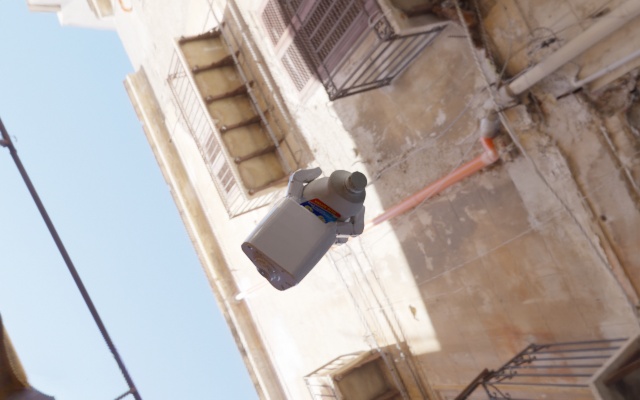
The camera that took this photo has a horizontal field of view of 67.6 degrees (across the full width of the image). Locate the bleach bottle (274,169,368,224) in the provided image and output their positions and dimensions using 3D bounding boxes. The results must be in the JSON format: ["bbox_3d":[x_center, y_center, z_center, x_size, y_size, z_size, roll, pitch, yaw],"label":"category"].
[{"bbox_3d":[0.000,0.003,0.817,0.068,0.102,0.251,-48,6,-31],"label":"bleach bottle"}]
